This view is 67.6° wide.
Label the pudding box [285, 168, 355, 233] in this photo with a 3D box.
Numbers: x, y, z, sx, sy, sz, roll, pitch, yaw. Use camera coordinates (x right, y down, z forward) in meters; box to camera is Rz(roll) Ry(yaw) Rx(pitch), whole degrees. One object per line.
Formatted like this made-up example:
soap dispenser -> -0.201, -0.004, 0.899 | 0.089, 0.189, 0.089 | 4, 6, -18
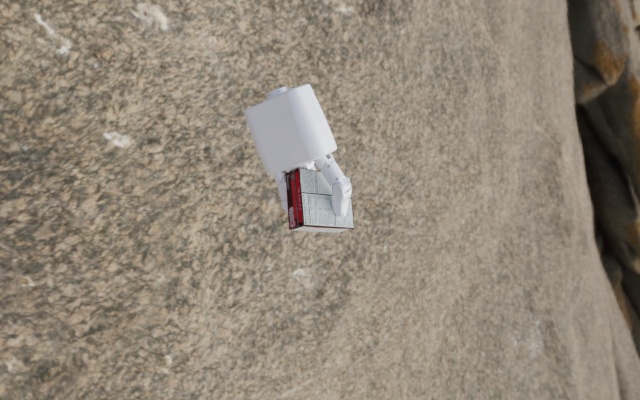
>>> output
pudding box -> 0.000, 0.002, 0.738 | 0.113, 0.090, 0.039 | 6, -15, -41
